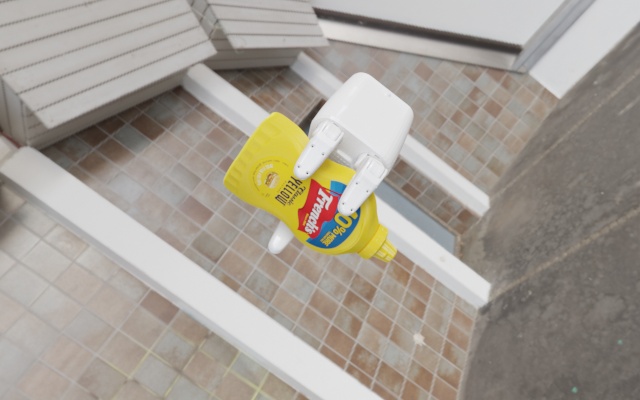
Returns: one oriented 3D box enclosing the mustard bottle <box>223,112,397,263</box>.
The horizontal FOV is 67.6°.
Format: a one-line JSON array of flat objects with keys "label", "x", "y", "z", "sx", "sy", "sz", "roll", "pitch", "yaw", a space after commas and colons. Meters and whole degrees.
[{"label": "mustard bottle", "x": 0.000, "y": 0.002, "z": 0.499, "sx": 0.191, "sy": 0.096, "sz": 0.058, "roll": 37, "pitch": 24, "yaw": -5}]
